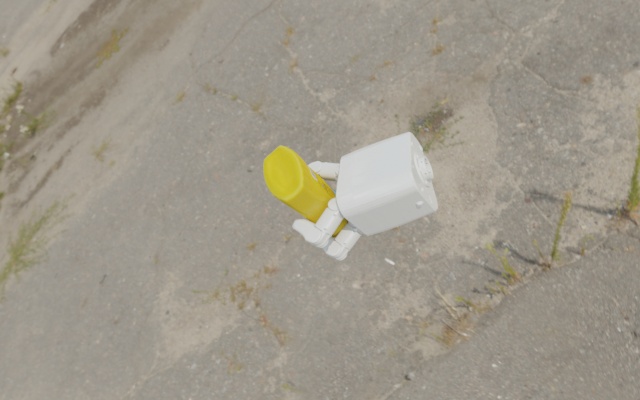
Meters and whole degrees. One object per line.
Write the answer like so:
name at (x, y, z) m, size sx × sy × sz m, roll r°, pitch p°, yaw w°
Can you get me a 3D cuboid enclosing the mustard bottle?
mustard bottle at (0.000, 0.002, 0.689) m, size 0.192 × 0.058 × 0.096 m, roll 39°, pitch 14°, yaw -47°
